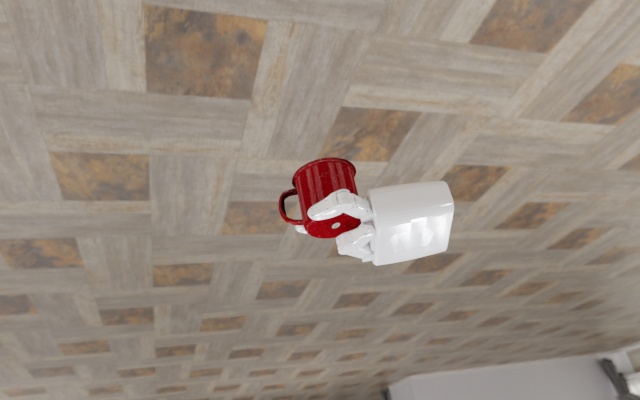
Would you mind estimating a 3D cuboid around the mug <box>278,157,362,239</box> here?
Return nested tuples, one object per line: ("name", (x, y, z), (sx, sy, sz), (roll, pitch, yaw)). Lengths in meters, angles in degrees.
("mug", (-0.001, 0.003, 0.659), (0.117, 0.081, 0.093), (-10, -30, -3))
